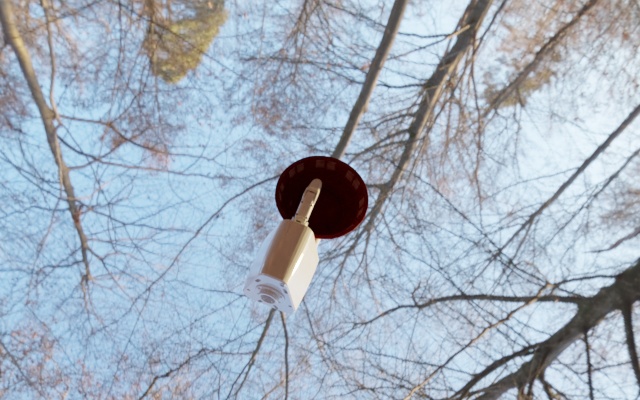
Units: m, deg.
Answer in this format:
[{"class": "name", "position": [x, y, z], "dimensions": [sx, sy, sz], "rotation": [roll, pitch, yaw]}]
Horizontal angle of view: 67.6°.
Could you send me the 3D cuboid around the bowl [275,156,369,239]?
[{"class": "bowl", "position": [0.001, 0.002, 0.839], "dimensions": [0.162, 0.162, 0.055], "rotation": [0, -26, -7]}]
